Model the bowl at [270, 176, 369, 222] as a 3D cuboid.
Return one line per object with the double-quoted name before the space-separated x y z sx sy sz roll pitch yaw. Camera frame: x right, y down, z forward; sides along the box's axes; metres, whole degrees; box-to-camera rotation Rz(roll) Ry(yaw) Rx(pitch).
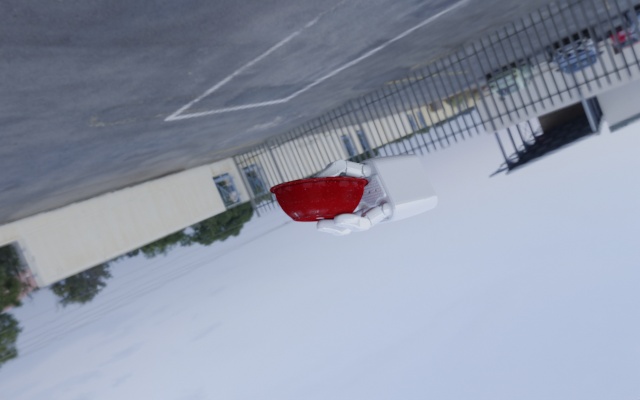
"bowl" -0.001 0.003 0.773 0.162 0.055 0.162 -4 -8 -1
